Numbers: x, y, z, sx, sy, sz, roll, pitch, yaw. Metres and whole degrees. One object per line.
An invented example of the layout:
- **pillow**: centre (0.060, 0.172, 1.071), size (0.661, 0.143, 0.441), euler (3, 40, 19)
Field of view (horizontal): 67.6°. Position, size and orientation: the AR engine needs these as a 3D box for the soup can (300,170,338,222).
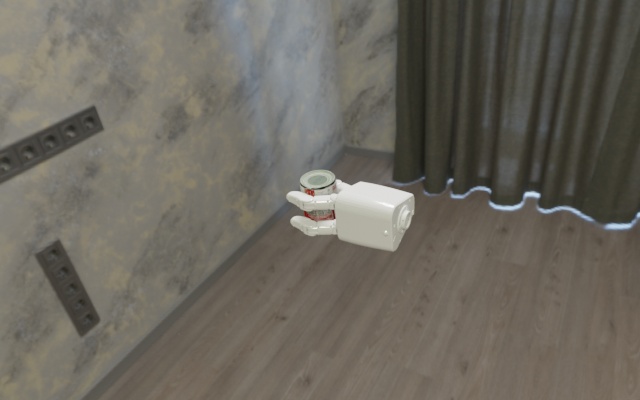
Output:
- **soup can**: centre (0.000, 0.002, 0.890), size (0.068, 0.102, 0.068), euler (-5, 33, 3)
